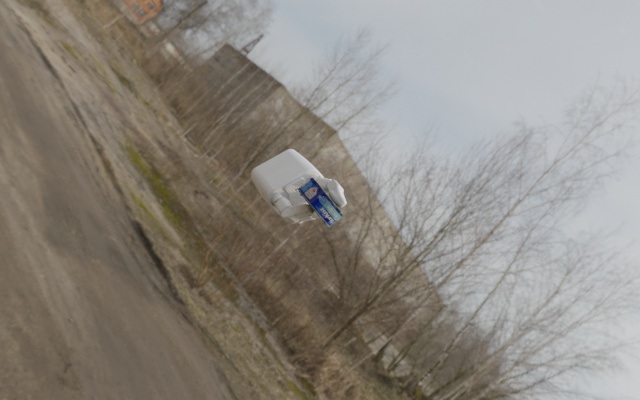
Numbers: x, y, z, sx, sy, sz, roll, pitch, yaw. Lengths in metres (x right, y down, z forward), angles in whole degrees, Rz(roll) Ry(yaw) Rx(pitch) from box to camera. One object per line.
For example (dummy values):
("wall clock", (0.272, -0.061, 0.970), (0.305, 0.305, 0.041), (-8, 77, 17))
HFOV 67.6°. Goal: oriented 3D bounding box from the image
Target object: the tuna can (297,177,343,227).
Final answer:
("tuna can", (0.001, 0.002, 0.811), (0.034, 0.086, 0.086), (-39, -1, 1))
